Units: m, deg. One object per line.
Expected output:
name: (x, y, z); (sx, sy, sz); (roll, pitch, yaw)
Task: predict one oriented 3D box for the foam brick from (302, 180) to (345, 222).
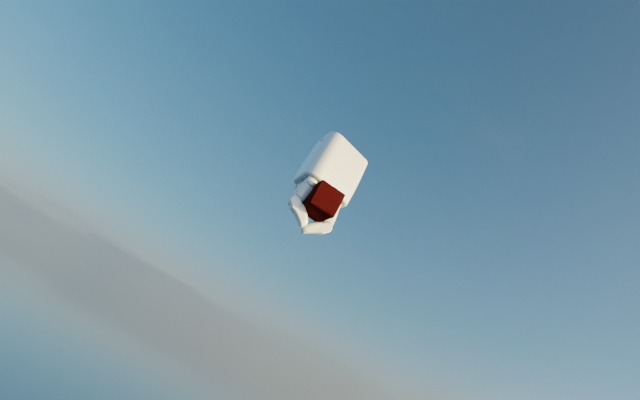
foam brick: (0.000, 0.003, 0.880); (0.053, 0.051, 0.078); (35, -21, -13)
